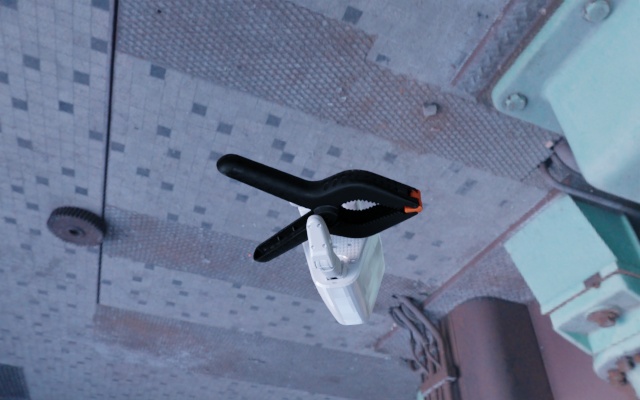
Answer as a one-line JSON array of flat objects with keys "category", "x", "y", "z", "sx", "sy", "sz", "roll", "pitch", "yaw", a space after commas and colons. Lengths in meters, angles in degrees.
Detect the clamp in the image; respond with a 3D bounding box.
[{"category": "clamp", "x": 0.001, "y": 0.002, "z": 0.511, "sx": 0.210, "sy": 0.036, "sz": 0.165, "roll": -9, "pitch": -44, "yaw": 12}]
